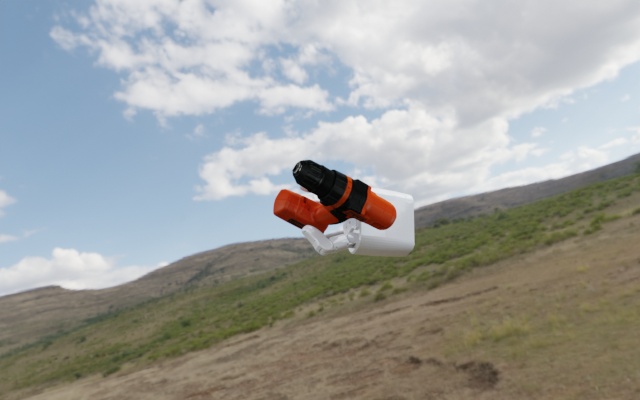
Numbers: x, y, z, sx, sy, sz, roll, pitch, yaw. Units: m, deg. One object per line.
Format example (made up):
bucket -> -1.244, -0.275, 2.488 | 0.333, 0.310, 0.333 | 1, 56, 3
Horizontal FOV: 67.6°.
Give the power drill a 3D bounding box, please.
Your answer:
power drill -> 0.000, 0.003, 0.760 | 0.184, 0.057, 0.187 | 30, -22, -26
